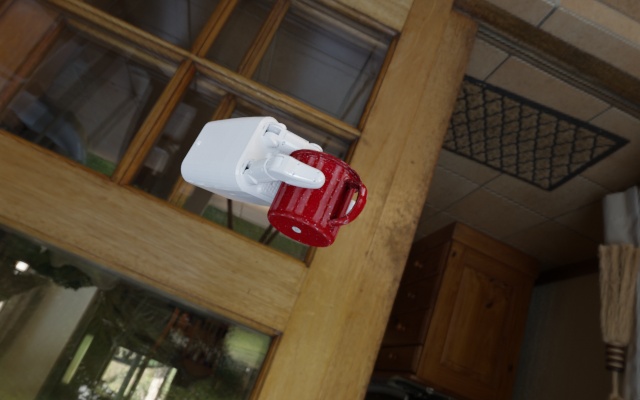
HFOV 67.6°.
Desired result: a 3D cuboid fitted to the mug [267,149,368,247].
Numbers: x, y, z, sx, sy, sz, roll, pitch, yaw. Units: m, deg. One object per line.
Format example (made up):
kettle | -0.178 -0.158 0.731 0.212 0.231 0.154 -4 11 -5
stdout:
mug | 0.001 0.002 0.536 0.117 0.081 0.093 6 -28 38
